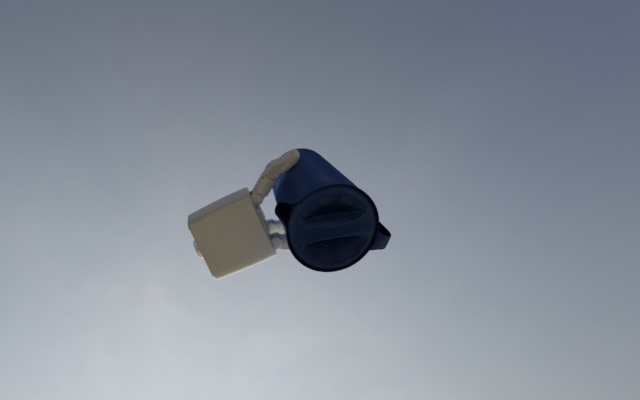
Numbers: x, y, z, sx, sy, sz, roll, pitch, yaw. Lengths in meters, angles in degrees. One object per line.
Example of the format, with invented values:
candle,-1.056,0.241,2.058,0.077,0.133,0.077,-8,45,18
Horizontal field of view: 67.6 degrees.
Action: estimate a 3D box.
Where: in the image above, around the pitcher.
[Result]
pitcher,0.000,0.003,0.759,0.145,0.149,0.242,-26,26,-3
